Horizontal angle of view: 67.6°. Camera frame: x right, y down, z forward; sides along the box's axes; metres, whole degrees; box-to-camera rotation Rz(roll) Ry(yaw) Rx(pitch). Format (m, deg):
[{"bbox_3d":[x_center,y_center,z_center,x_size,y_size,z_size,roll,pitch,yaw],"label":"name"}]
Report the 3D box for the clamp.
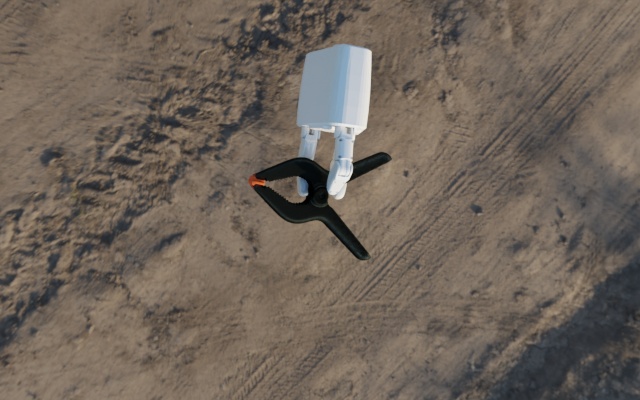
[{"bbox_3d":[0.000,0.002,0.688,0.210,0.164,0.036,5,1,-19],"label":"clamp"}]
